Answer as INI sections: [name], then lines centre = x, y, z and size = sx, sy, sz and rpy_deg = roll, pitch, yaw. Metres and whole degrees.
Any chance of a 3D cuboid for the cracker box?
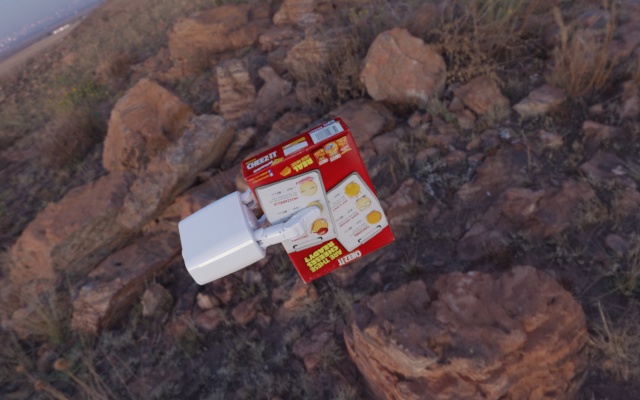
[cracker box]
centre = 0.000, 0.002, 0.735
size = 0.164, 0.214, 0.072
rpy_deg = -26, 32, 1
